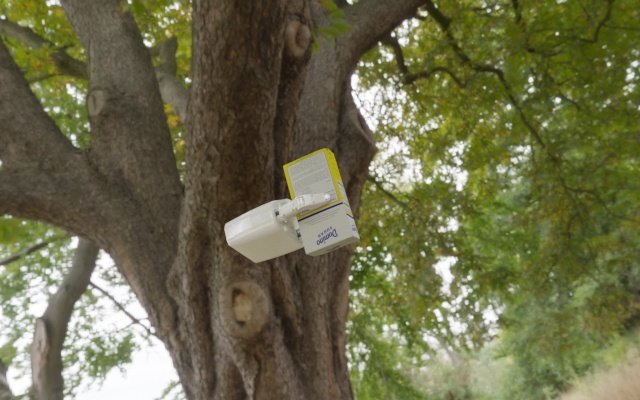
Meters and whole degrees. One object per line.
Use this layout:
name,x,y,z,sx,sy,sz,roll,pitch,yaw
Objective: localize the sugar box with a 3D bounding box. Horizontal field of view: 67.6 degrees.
sugar box,0.000,0.003,0.856,0.093,0.176,0.048,-22,-19,18
